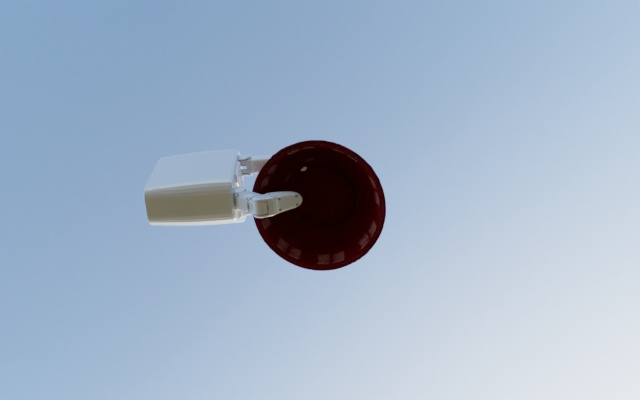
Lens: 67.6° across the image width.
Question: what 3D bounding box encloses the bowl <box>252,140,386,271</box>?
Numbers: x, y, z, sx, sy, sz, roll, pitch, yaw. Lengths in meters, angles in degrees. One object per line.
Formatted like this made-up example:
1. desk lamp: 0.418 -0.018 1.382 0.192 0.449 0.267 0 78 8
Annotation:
1. bowl: 0.001 0.002 0.588 0.162 0.162 0.055 0 16 9
